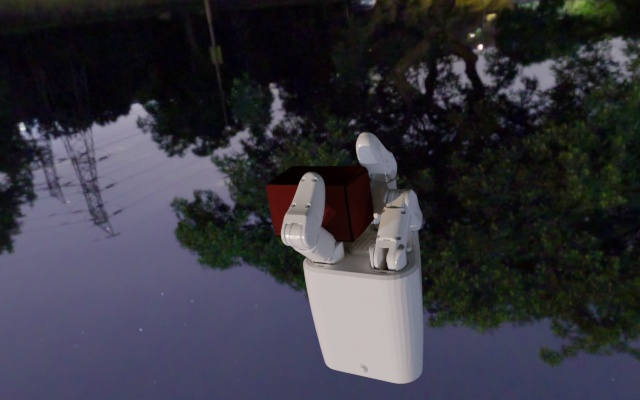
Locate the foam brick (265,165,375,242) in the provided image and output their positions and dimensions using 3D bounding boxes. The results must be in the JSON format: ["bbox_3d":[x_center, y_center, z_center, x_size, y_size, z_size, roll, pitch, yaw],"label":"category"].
[{"bbox_3d":[0.000,0.001,0.418,0.078,0.051,0.053,2,23,28],"label":"foam brick"}]
